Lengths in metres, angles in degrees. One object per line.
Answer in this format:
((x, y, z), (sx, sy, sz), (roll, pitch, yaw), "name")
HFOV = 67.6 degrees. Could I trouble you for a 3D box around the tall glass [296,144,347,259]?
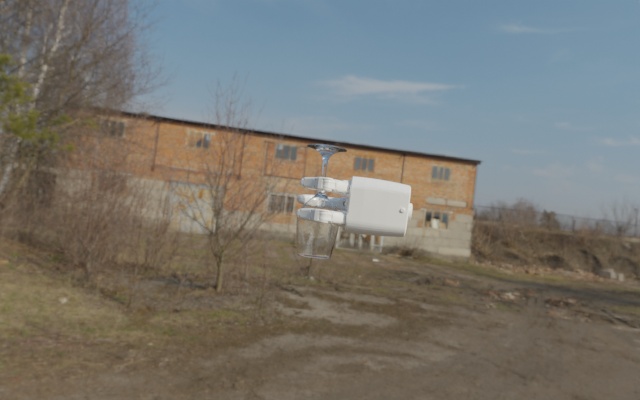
((0.000, 0.002, 0.868), (0.079, 0.201, 0.079), (7, -2, 0), "tall glass")
